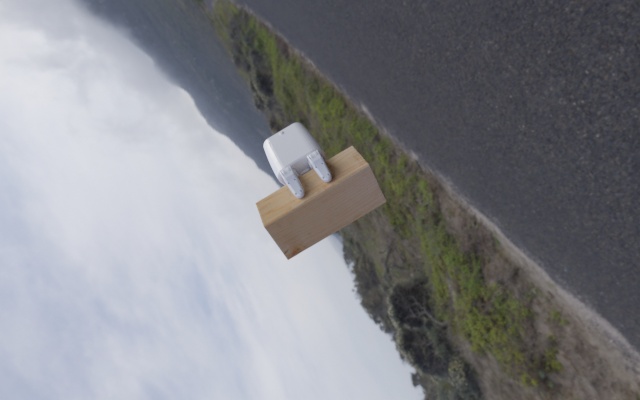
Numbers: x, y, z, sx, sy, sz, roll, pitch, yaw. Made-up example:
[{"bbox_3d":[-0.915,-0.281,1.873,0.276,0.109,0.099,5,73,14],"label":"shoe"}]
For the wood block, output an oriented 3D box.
[{"bbox_3d":[0.000,0.003,0.862,0.206,0.091,0.090,-31,34,0],"label":"wood block"}]
